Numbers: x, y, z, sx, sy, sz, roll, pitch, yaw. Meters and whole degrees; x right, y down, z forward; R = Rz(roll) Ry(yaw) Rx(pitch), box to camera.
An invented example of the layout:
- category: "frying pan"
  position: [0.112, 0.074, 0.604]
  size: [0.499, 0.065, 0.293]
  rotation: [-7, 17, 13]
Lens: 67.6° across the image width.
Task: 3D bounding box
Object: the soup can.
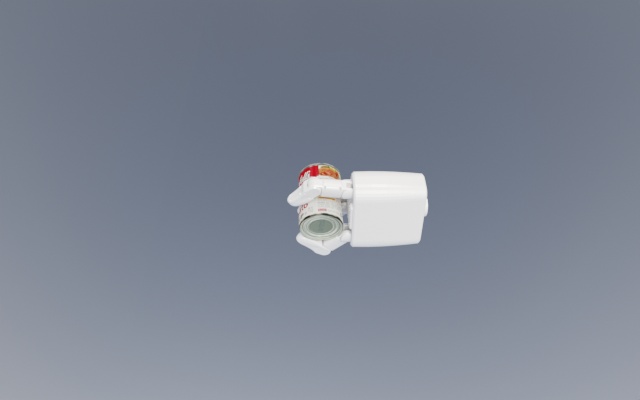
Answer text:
- category: "soup can"
  position: [0.000, 0.003, 0.736]
  size: [0.068, 0.102, 0.069]
  rotation: [-1, -39, -1]
